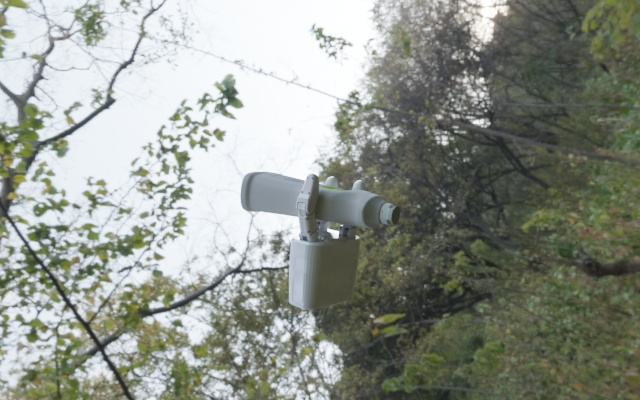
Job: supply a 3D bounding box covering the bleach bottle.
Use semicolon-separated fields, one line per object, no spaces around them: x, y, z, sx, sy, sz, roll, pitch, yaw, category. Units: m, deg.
0.000;0.002;0.749;0.251;0.068;0.102;11;9;32;bleach bottle
